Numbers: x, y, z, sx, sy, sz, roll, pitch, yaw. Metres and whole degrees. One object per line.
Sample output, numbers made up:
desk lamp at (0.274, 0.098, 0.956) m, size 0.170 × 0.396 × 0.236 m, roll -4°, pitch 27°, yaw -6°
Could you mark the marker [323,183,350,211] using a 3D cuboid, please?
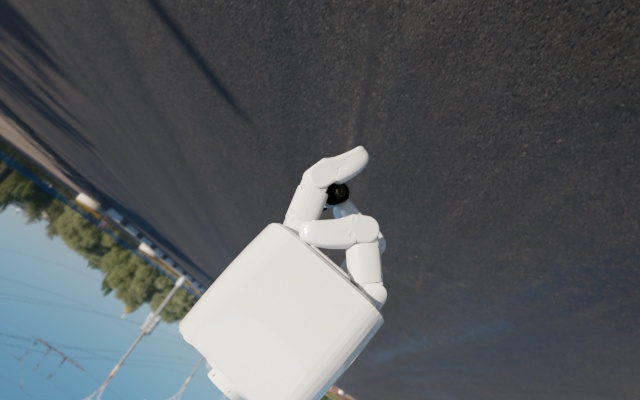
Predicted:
marker at (0.000, 0.001, 0.448) m, size 0.020 × 0.020 × 0.121 m, roll 0°, pitch -8°, yaw -17°
